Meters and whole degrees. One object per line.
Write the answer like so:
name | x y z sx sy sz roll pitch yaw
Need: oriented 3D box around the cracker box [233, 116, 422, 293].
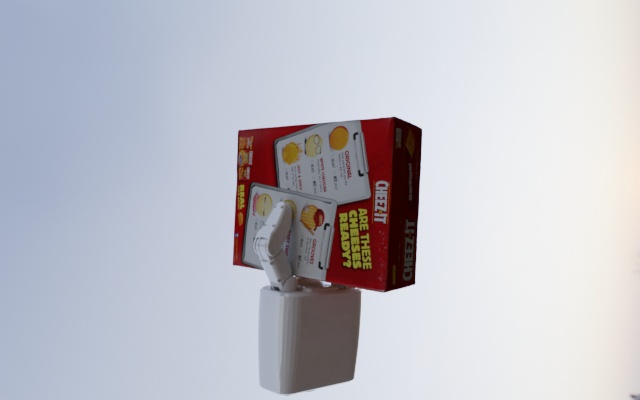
cracker box | 0.000 0.002 0.524 0.213 0.164 0.072 2 0 38
